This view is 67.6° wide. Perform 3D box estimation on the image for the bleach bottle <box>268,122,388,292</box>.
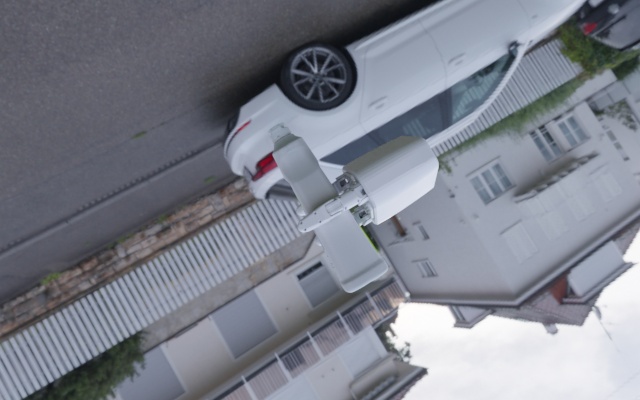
[{"bbox_3d":[0.000,0.002,0.670,0.068,0.251,0.102,-31,-4,-2],"label":"bleach bottle"}]
